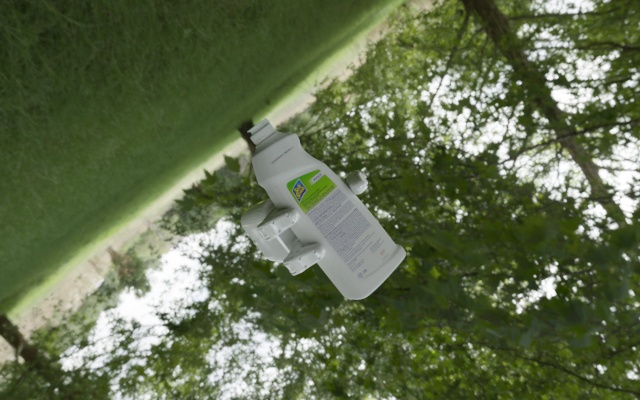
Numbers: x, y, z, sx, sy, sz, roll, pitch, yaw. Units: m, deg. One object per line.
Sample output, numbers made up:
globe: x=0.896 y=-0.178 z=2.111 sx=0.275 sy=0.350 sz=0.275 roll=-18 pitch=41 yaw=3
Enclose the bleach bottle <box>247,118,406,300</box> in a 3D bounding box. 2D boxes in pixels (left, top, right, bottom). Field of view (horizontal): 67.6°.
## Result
bleach bottle: x=0.000 y=0.002 z=0.610 sx=0.102 sy=0.251 sz=0.068 roll=-42 pitch=12 yaw=-27
